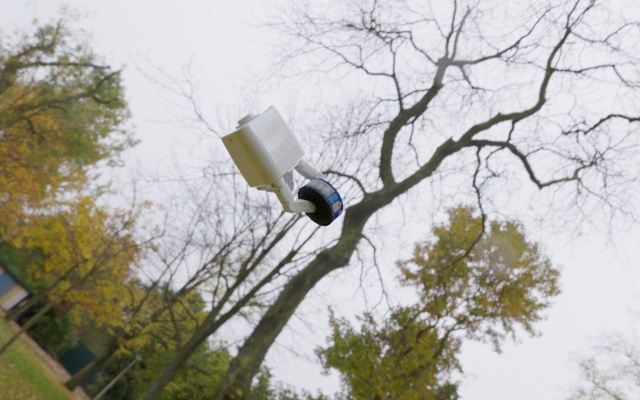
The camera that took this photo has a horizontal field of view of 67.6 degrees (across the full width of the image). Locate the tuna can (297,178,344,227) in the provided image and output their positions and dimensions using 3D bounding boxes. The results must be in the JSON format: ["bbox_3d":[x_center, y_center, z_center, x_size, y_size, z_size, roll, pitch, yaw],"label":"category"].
[{"bbox_3d":[0.001,0.003,0.868,0.033,0.086,0.086,-39,23,-32],"label":"tuna can"}]
